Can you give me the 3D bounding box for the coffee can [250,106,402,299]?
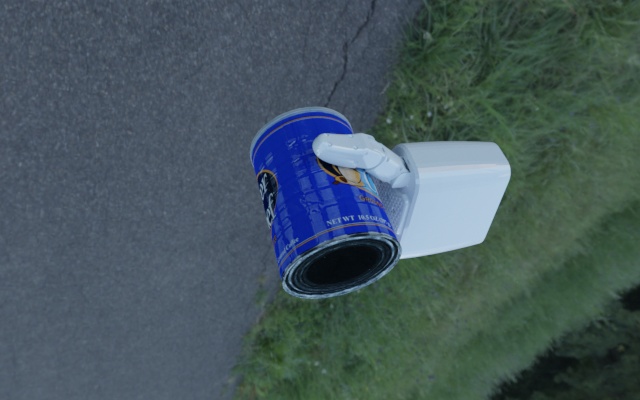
[{"bbox_3d":[0.000,0.001,0.428,0.103,0.140,0.103,-13,-34,-9],"label":"coffee can"}]
